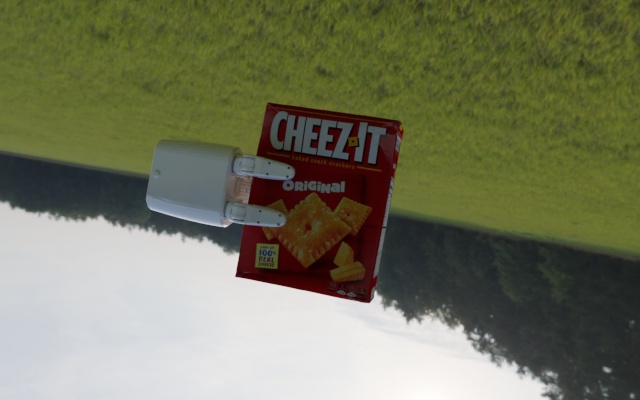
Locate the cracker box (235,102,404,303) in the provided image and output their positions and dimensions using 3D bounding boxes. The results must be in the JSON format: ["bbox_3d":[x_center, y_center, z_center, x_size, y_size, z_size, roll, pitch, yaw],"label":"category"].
[{"bbox_3d":[0.000,0.002,0.575,0.164,0.213,0.072,10,-1,11],"label":"cracker box"}]
